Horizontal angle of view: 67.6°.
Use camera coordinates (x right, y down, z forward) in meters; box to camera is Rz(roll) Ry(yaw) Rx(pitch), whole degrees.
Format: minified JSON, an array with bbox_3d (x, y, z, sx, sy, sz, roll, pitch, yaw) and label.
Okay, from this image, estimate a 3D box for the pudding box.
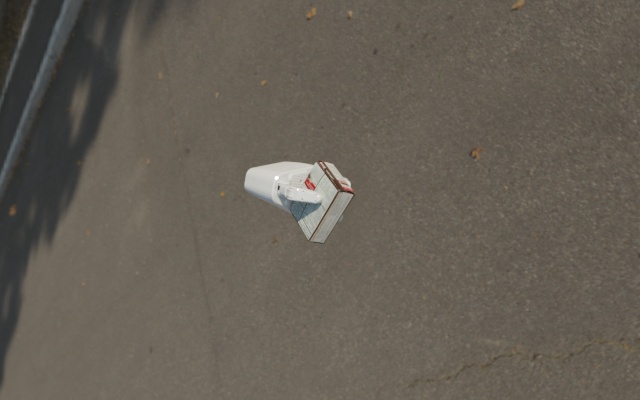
[{"bbox_3d":[0.000,0.003,0.806,0.039,0.113,0.090,7,34,-37],"label":"pudding box"}]
